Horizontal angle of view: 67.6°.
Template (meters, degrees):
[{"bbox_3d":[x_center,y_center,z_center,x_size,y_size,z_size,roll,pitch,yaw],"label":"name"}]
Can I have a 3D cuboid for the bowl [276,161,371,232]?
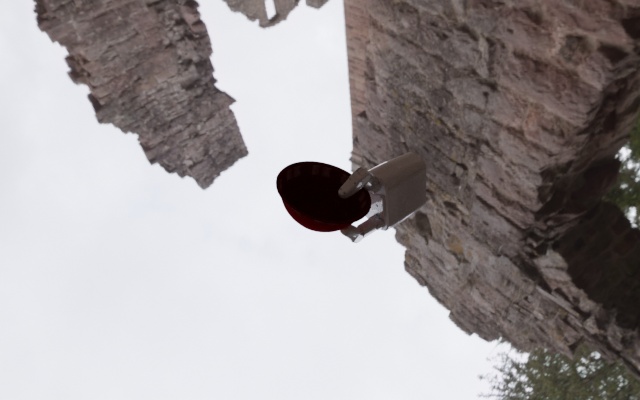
[{"bbox_3d":[-0.001,0.003,0.796,0.162,0.055,0.162,12,37,-9],"label":"bowl"}]
